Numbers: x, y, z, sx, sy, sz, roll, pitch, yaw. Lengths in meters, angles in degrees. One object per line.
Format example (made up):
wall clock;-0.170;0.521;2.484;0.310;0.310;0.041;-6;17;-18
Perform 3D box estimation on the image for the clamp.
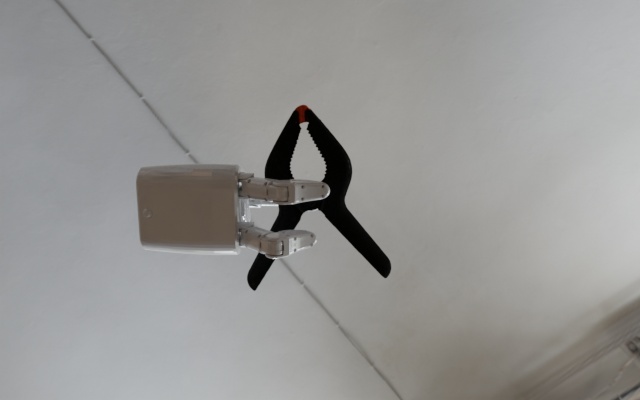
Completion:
clamp;0.000;0.001;0.528;0.164;0.210;0.036;1;13;-2
